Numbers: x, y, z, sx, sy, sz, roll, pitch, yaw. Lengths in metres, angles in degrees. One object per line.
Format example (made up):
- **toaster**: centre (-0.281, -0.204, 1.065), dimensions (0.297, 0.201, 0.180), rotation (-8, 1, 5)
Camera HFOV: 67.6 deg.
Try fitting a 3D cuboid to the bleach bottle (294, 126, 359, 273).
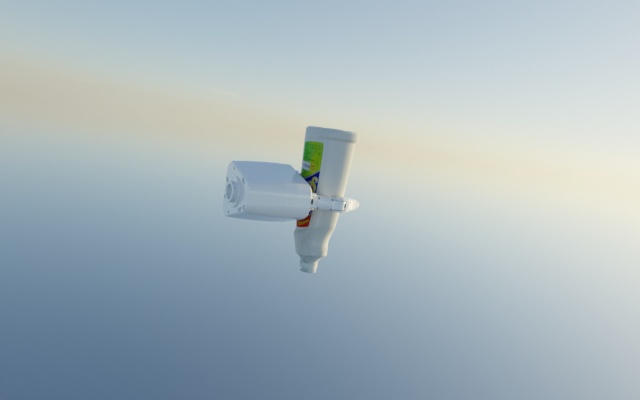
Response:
- **bleach bottle**: centre (0.000, 0.003, 0.818), dimensions (0.068, 0.251, 0.102), rotation (4, 9, -31)
